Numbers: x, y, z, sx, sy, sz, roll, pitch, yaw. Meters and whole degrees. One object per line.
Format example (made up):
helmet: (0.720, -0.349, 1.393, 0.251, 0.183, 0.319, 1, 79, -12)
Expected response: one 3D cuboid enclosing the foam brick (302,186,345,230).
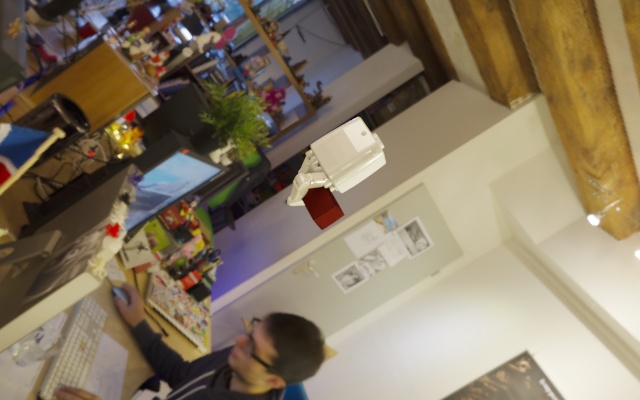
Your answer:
foam brick: (0.000, 0.003, 0.872, 0.051, 0.078, 0.053, -31, -29, 4)
